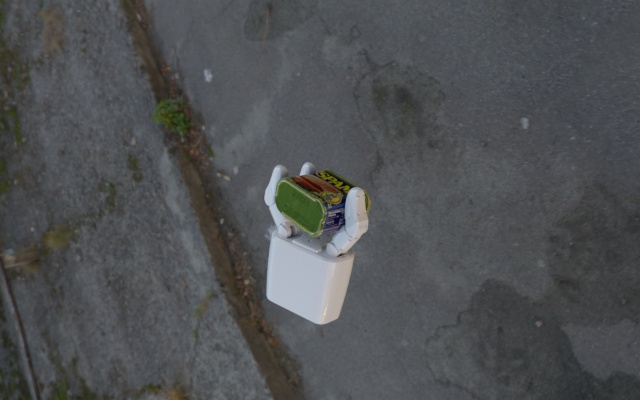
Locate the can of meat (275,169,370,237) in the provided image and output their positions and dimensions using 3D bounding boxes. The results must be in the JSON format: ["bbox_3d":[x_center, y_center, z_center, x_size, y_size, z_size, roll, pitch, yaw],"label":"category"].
[{"bbox_3d":[0.000,0.002,0.639,0.084,0.057,0.102,-12,34,-42],"label":"can of meat"}]
